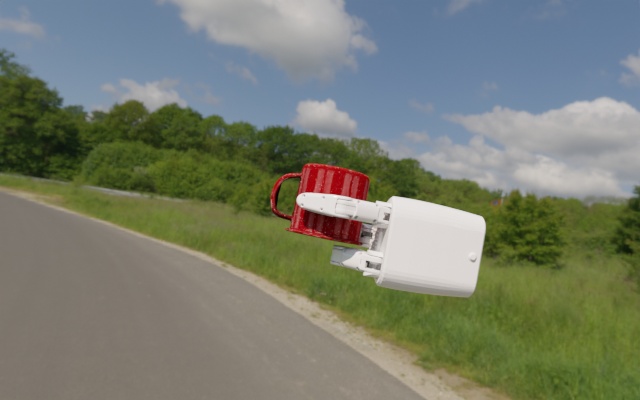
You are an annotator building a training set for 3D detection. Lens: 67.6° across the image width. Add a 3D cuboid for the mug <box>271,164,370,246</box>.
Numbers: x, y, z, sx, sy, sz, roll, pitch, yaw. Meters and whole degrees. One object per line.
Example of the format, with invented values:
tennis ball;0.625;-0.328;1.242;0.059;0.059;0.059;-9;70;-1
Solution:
mug;-0.001;0.001;0.563;0.117;0.081;0.093;11;-3;-5
